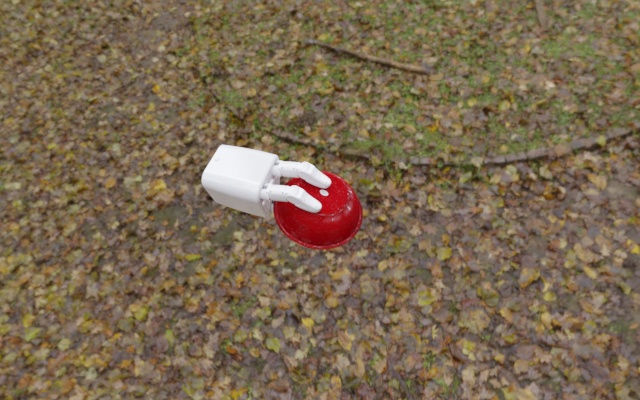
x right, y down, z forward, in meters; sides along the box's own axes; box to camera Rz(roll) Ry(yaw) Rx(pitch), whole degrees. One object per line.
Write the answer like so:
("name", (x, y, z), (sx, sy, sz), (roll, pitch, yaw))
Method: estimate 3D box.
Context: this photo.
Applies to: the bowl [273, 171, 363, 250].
("bowl", (0.002, 0.003, 0.830), (0.162, 0.162, 0.055), (0, -35, -10))
